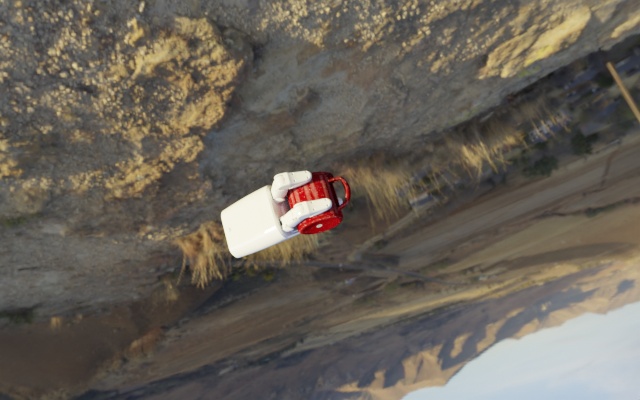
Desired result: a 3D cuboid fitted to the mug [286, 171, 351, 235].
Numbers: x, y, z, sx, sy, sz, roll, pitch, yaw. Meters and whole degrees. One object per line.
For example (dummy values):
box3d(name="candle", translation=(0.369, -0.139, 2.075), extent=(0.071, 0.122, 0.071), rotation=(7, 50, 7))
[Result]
box3d(name="mug", translation=(0.001, 0.002, 0.813), extent=(0.117, 0.081, 0.093), rotation=(-25, -20, 21))
